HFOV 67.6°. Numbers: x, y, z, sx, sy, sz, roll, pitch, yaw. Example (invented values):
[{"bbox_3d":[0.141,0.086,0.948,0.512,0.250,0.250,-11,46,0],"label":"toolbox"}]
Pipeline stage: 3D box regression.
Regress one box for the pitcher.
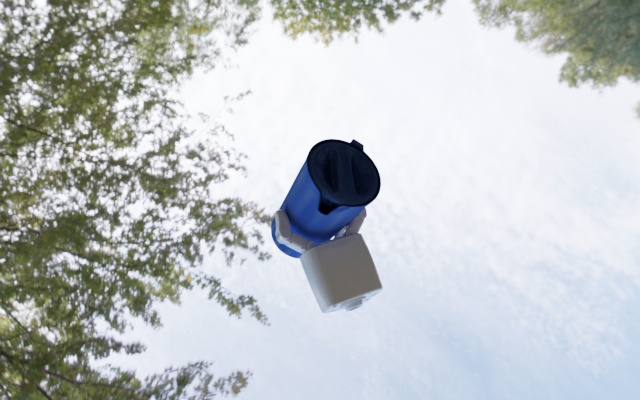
[{"bbox_3d":[0.000,0.003,0.867,0.149,0.145,0.243,-10,-25,-31],"label":"pitcher"}]
